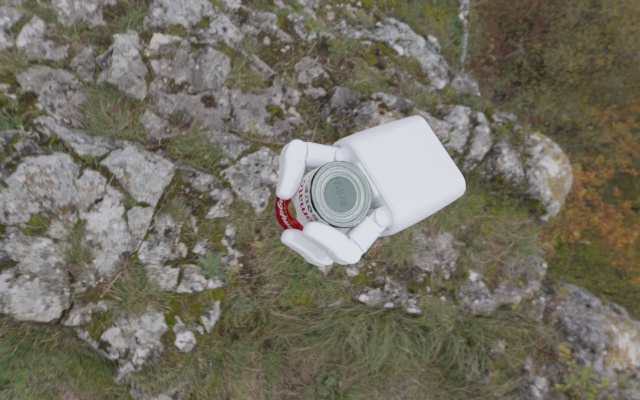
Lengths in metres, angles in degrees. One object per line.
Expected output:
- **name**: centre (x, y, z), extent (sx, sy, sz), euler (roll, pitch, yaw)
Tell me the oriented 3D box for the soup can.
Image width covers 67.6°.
- **soup can**: centre (0.000, 0.002, 0.498), extent (0.068, 0.068, 0.102), euler (0, -9, -25)
